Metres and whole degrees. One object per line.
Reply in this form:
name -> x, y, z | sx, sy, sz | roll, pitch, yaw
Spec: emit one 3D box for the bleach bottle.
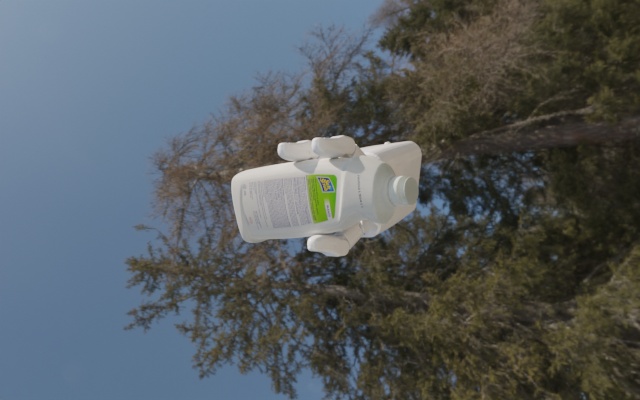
bleach bottle -> 0.000, 0.002, 0.569 | 0.251, 0.102, 0.068 | -2, 14, 41
